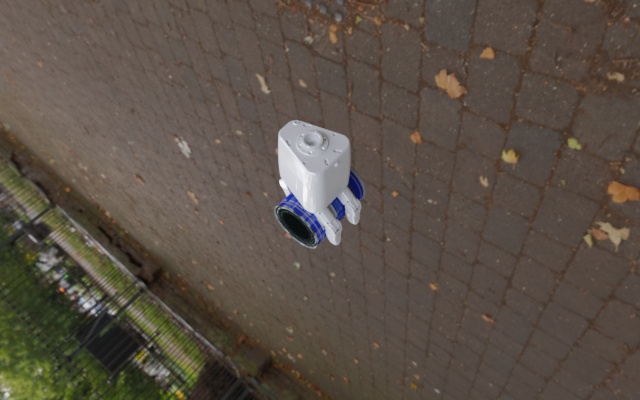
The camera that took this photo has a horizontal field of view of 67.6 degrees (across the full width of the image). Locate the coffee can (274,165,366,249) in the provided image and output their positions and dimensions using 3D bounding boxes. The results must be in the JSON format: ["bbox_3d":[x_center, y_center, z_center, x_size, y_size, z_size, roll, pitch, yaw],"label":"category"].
[{"bbox_3d":[0.000,0.003,0.869,0.140,0.103,0.103,-46,23,-25],"label":"coffee can"}]
